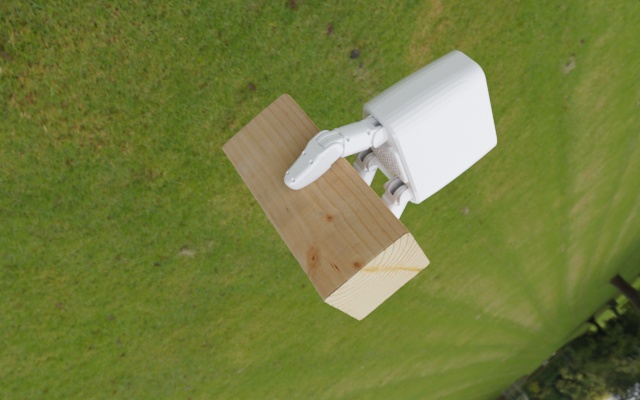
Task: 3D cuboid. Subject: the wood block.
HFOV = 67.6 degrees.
[{"bbox_3d":[0.000,0.001,0.470,0.090,0.206,0.091,-40,-33,3],"label":"wood block"}]
